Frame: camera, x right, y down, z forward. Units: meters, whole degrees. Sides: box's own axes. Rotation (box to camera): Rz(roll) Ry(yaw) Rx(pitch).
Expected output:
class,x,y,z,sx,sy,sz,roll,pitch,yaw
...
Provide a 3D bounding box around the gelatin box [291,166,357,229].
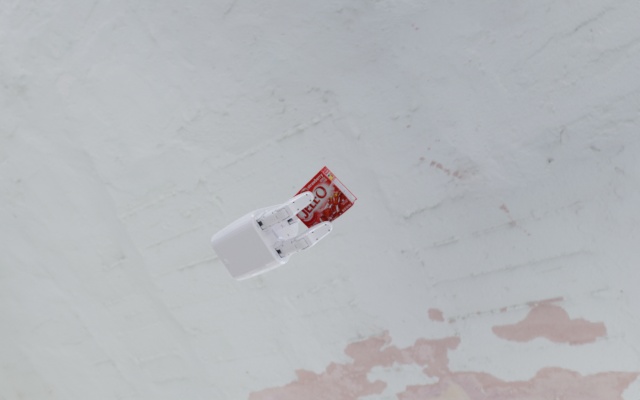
class,x,y,z,sx,sy,sz,roll,pitch,yaw
gelatin box,0.000,0.002,0.744,0.089,0.073,0.030,-42,3,27
